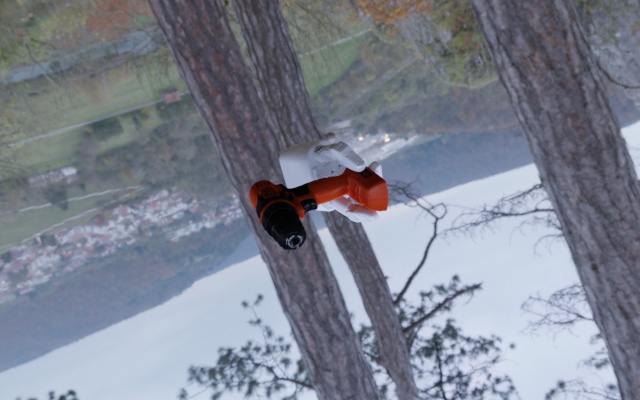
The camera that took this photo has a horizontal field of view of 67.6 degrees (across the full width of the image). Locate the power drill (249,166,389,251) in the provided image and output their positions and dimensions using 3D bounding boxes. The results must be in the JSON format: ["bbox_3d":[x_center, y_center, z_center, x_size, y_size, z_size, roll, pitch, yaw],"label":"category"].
[{"bbox_3d":[0.000,0.002,0.696,0.187,0.057,0.184,-12,27,-17],"label":"power drill"}]
